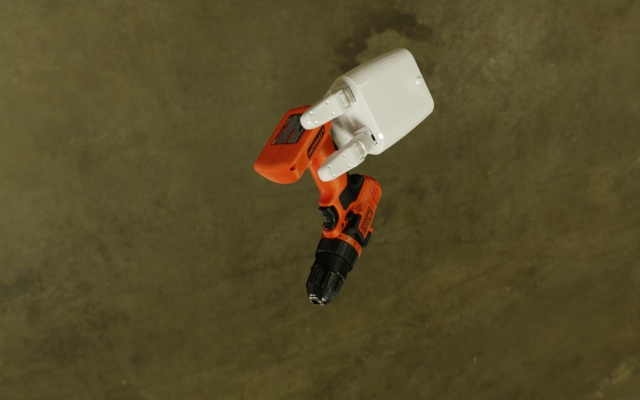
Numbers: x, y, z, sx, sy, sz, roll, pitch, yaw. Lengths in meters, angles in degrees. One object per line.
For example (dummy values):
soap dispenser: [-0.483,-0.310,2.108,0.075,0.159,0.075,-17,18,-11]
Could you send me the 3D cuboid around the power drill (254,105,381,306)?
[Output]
power drill: [0.000,0.001,0.546,0.057,0.184,0.188,1,-40,32]
